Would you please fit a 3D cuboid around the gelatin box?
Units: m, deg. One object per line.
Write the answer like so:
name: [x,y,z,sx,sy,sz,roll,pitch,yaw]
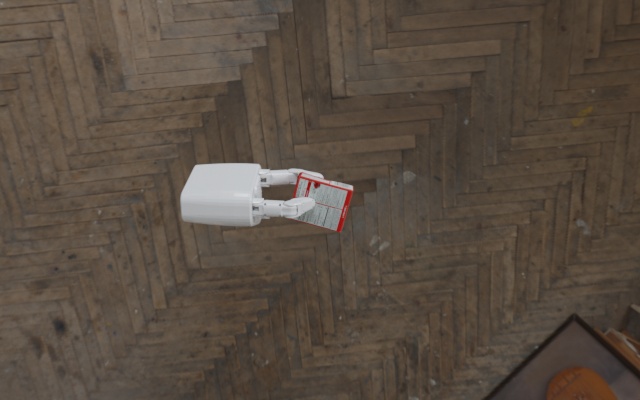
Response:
gelatin box: [0.000,0.003,0.752,0.089,0.073,0.030,15,18,1]
